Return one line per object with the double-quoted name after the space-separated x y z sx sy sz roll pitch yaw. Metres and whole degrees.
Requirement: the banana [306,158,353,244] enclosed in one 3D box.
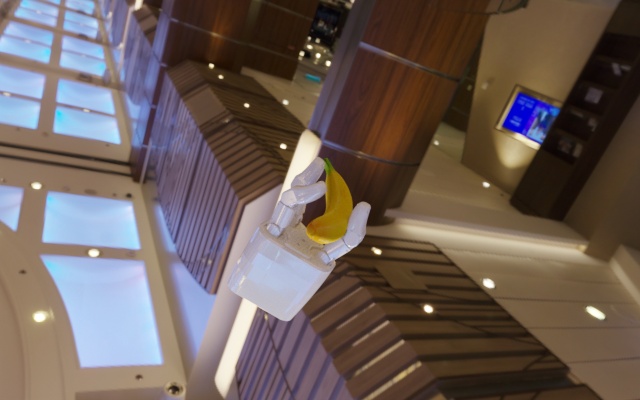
0.014 0.012 0.643 0.070 0.037 0.197 40 24 -16 "banana"
